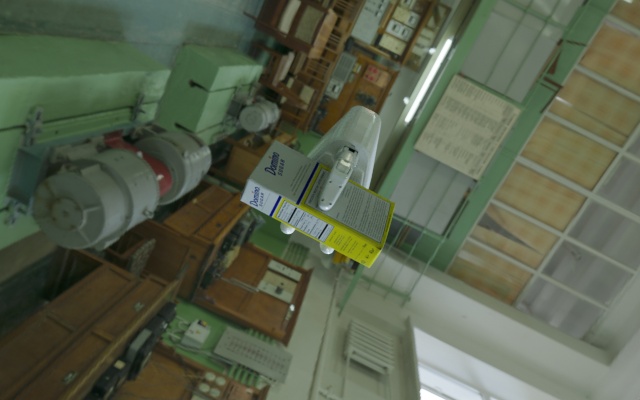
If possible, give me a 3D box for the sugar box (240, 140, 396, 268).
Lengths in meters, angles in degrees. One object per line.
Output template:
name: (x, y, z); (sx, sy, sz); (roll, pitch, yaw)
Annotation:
sugar box: (0.000, 0.002, 0.587); (0.176, 0.048, 0.093); (26, 40, -1)
